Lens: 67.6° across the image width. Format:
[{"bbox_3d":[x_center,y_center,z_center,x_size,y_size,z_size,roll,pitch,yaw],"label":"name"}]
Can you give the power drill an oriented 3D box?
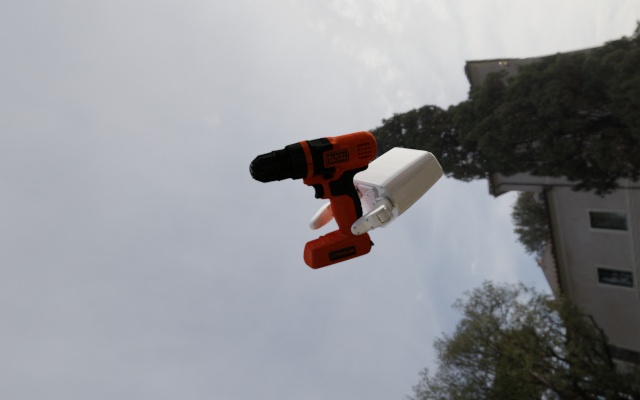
[{"bbox_3d":[0.000,0.003,0.691,0.184,0.188,0.057,-14,24,-14],"label":"power drill"}]
